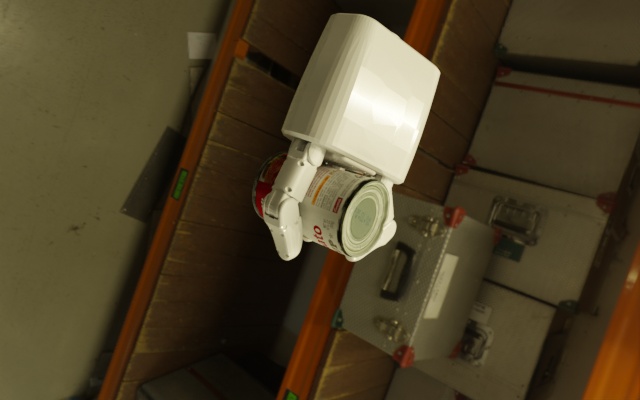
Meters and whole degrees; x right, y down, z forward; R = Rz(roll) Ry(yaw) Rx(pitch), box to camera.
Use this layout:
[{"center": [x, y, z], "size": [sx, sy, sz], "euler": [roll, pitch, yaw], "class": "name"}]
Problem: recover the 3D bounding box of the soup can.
[{"center": [0.000, 0.002, 0.413], "size": [0.102, 0.068, 0.068], "euler": [20, 13, 37], "class": "soup can"}]
